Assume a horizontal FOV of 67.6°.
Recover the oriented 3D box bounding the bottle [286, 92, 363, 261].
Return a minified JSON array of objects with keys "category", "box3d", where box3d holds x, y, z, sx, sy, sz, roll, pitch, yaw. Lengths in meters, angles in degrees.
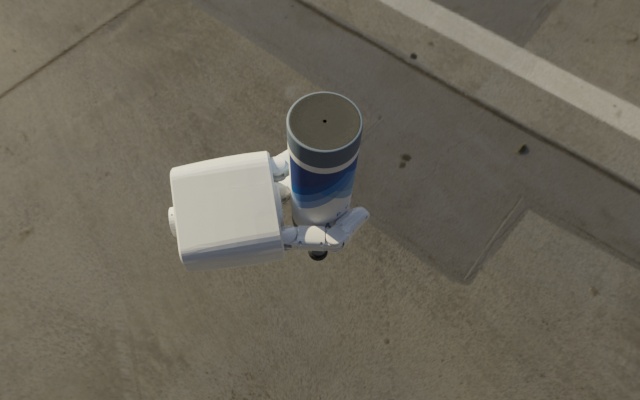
[{"category":"bottle","box3d":[0.000,0.002,0.539,0.069,0.069,0.296,0,-29,-2]}]
